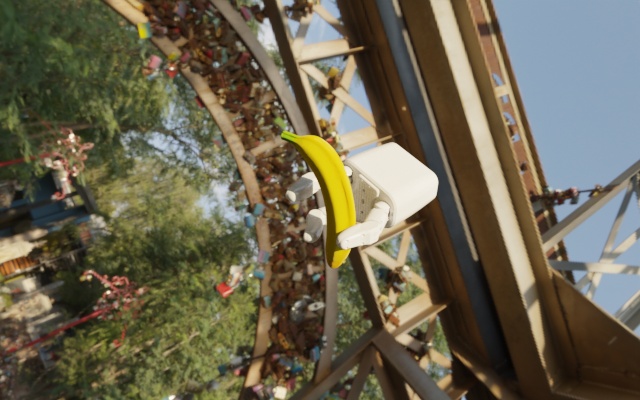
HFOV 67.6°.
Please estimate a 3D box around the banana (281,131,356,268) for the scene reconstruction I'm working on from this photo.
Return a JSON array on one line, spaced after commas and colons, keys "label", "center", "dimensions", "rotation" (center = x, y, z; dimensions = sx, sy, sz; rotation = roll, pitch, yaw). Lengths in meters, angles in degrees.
[{"label": "banana", "center": [0.012, -0.002, 0.612], "dimensions": [0.069, 0.198, 0.037], "rotation": [-3, 21, 46]}]
